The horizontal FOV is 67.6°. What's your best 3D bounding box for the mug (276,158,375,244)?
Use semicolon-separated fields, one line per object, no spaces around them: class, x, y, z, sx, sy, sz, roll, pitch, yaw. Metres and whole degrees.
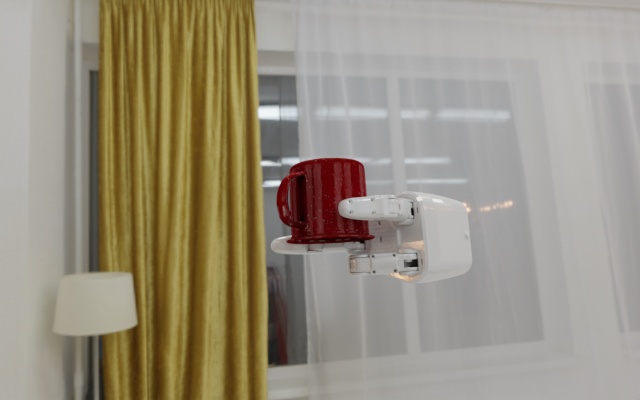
mug;-0.001;0.001;0.498;0.117;0.081;0.093;5;-12;-44
